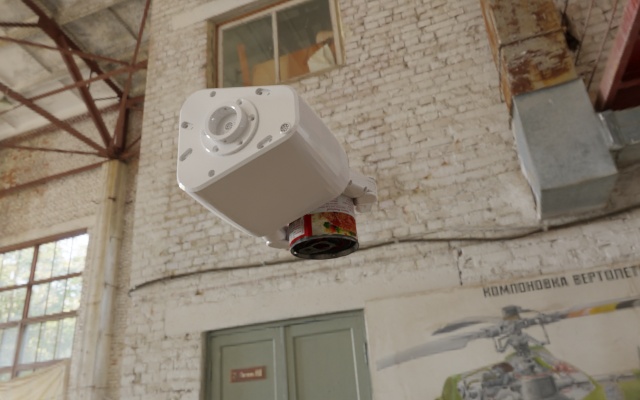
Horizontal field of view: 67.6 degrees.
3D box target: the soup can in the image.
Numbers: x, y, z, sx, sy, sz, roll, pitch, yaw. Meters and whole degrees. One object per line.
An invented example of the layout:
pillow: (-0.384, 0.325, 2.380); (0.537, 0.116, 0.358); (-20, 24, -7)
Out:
soup can: (0.000, 0.001, 0.485); (0.068, 0.102, 0.068); (-4, -24, -2)
